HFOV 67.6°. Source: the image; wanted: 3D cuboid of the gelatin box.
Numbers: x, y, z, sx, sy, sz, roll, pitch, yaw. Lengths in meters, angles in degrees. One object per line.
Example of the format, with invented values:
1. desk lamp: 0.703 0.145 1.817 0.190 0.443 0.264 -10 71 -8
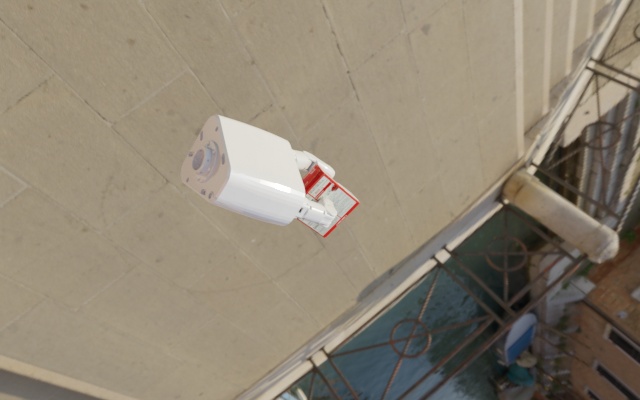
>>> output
1. gelatin box: 0.001 0.003 0.663 0.089 0.073 0.030 37 10 -40
